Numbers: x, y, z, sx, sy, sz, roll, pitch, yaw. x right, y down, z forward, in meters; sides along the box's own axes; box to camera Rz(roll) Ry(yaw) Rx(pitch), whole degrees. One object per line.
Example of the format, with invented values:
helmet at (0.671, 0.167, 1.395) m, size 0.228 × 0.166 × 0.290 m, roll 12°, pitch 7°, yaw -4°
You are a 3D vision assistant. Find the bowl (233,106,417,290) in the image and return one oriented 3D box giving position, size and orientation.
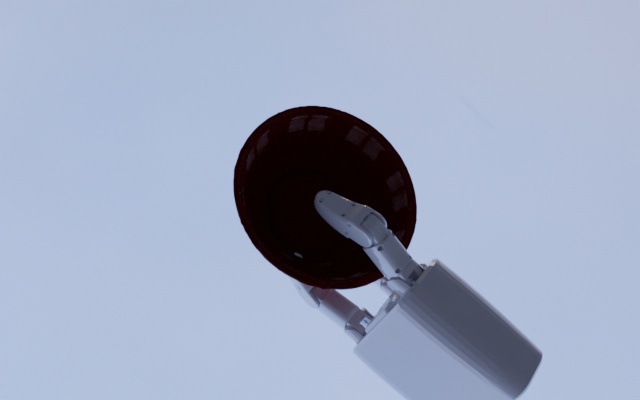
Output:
bowl at (-0.001, 0.000, 0.415) m, size 0.162 × 0.162 × 0.055 m, roll 0°, pitch -20°, yaw -22°
